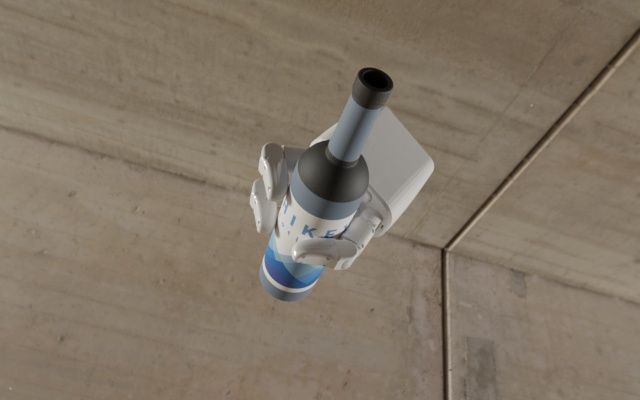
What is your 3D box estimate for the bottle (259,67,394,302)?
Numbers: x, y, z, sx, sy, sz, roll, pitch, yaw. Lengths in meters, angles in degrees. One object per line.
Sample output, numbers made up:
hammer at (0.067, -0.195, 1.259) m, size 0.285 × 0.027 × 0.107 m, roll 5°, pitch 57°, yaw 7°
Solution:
bottle at (0.000, 0.002, 0.449) m, size 0.069 × 0.069 × 0.296 m, roll 0°, pitch -36°, yaw -19°
